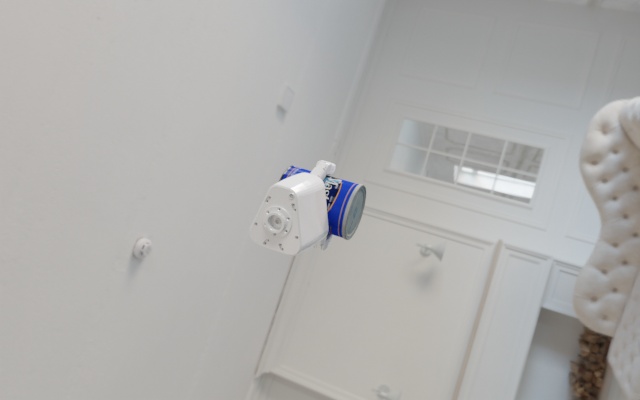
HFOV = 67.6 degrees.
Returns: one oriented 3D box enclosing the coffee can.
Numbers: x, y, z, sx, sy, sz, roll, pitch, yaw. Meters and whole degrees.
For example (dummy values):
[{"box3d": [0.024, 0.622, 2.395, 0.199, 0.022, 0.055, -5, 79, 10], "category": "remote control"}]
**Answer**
[{"box3d": [0.000, 0.003, 0.869, 0.140, 0.103, 0.103, 17, 5, 18], "category": "coffee can"}]
